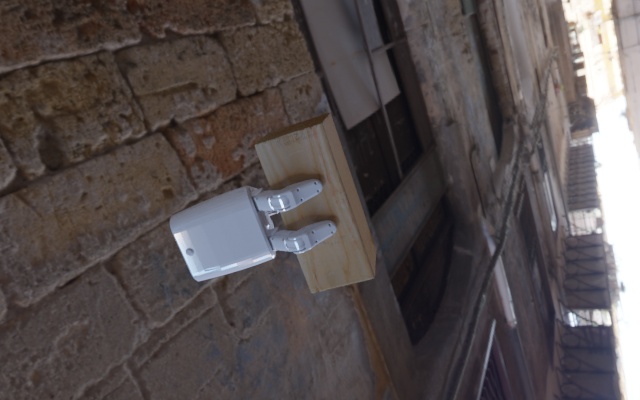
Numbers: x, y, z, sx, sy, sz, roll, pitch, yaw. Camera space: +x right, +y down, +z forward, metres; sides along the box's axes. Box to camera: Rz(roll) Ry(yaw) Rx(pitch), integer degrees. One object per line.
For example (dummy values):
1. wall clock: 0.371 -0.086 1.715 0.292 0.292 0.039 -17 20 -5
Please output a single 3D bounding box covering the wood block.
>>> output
1. wood block: 0.000 0.002 0.624 0.090 0.206 0.090 -16 16 12
